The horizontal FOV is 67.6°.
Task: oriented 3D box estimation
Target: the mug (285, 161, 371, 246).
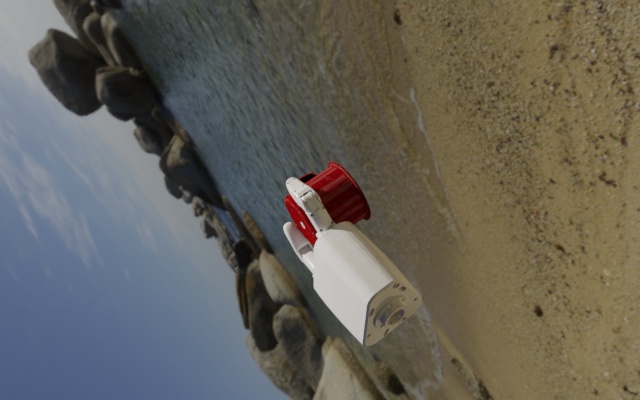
[{"bbox_3d":[-0.001,0.001,0.640,0.081,0.093,0.117,-34,49,-13],"label":"mug"}]
